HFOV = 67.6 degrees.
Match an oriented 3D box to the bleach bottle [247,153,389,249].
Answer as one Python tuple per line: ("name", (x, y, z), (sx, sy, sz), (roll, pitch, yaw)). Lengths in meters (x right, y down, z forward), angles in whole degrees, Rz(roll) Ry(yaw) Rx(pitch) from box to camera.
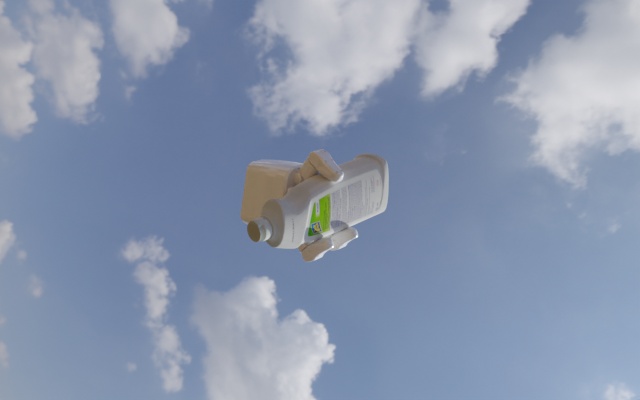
("bleach bottle", (0.000, 0.002, 0.698), (0.068, 0.102, 0.251), (14, 23, 42))
